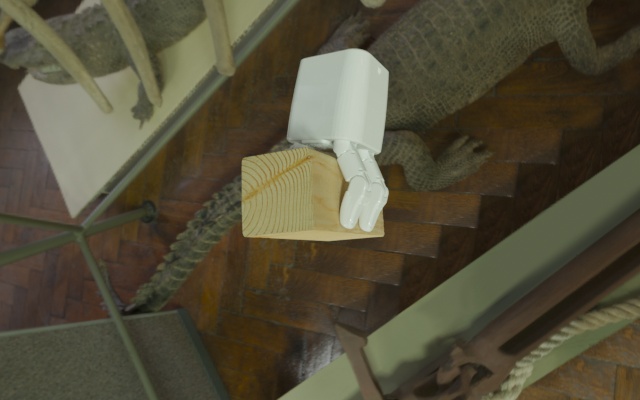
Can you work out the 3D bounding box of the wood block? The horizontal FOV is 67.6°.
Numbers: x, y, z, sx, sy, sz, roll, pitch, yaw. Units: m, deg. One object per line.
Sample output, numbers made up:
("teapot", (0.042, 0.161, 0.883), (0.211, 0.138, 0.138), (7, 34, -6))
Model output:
("wood block", (0.000, 0.002, 0.596), (0.091, 0.090, 0.206), (-6, -9, 28))
